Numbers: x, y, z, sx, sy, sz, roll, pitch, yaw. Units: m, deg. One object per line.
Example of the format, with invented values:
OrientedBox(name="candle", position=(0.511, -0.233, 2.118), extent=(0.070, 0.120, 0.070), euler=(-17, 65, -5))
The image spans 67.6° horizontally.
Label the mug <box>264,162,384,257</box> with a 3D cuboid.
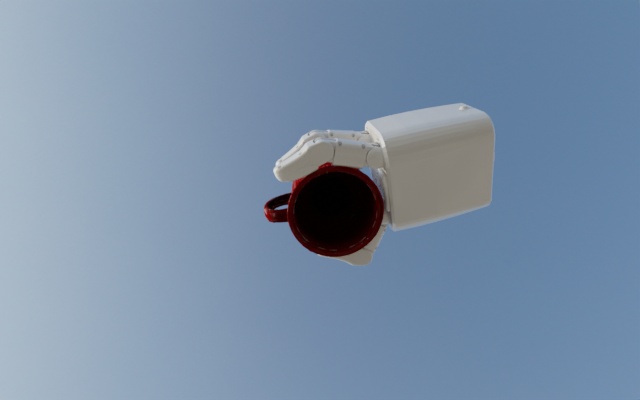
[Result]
OrientedBox(name="mug", position=(-0.001, 0.002, 0.492), extent=(0.117, 0.093, 0.081), euler=(-12, 19, -1))
